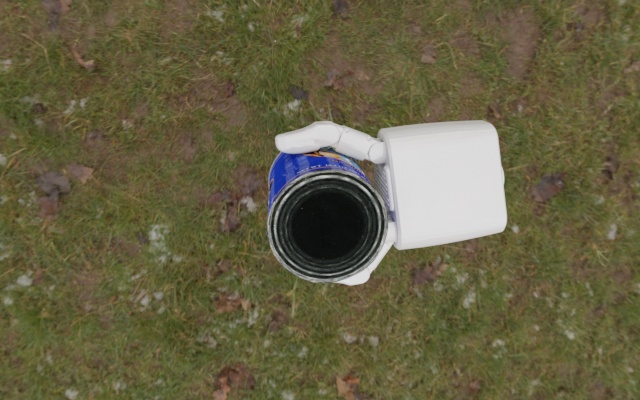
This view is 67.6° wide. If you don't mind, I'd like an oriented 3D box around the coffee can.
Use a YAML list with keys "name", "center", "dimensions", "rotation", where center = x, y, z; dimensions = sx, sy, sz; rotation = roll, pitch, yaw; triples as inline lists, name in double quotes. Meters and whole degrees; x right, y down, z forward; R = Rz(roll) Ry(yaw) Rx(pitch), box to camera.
- name: "coffee can"
  center: [0.000, 0.001, 0.464]
  dimensions: [0.103, 0.103, 0.140]
  rotation: [0, 18, -6]
